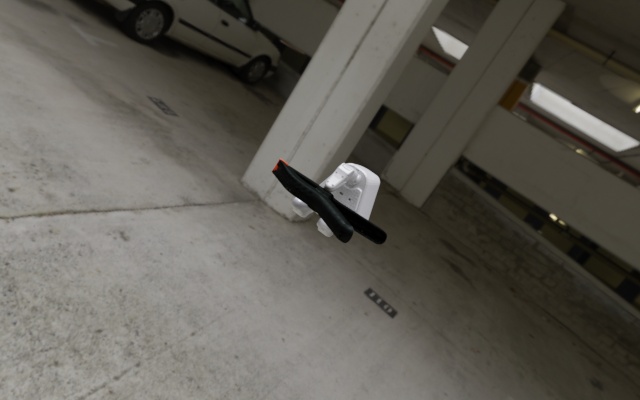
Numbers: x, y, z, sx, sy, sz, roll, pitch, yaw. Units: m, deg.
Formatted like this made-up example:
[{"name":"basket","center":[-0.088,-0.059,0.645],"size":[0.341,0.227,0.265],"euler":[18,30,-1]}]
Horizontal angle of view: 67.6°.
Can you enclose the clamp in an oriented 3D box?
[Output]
[{"name":"clamp","center":[0.000,0.001,0.733],"size":[0.210,0.036,0.164],"euler":[37,9,17]}]
